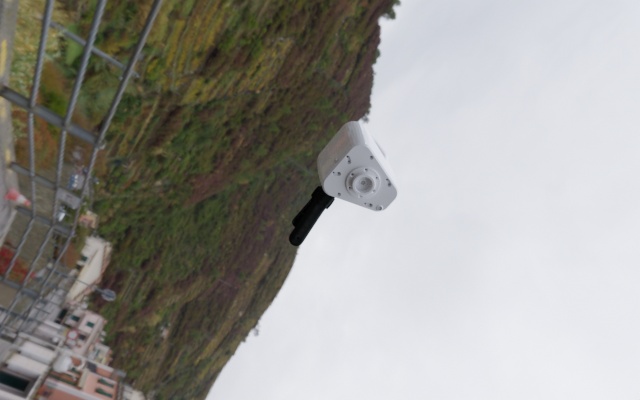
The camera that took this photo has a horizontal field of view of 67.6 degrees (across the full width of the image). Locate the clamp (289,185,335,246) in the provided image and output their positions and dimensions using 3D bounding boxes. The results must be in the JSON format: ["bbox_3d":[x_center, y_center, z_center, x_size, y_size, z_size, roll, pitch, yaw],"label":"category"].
[{"bbox_3d":[0.001,0.003,0.806,0.039,0.171,0.120,32,19,-13],"label":"clamp"}]
